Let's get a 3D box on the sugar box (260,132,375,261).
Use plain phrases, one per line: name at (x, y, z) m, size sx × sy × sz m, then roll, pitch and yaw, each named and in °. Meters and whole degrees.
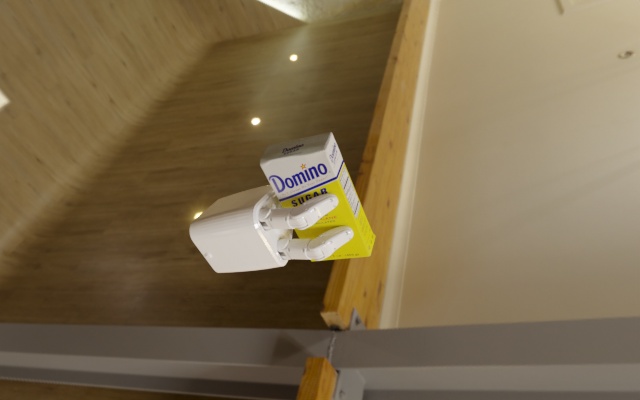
sugar box at (0.000, 0.003, 0.621) m, size 0.093 × 0.176 × 0.048 m, roll -9°, pitch 39°, yaw 25°
